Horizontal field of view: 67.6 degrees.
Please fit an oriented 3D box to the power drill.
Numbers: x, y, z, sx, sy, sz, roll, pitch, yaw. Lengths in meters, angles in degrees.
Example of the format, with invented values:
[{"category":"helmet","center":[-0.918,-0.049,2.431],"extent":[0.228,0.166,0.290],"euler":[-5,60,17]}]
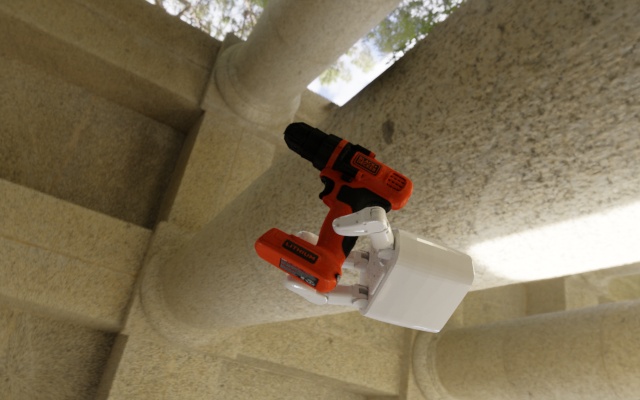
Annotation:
[{"category":"power drill","center":[0.000,0.002,0.588],"extent":[0.184,0.187,0.057],"euler":[29,-25,9]}]
